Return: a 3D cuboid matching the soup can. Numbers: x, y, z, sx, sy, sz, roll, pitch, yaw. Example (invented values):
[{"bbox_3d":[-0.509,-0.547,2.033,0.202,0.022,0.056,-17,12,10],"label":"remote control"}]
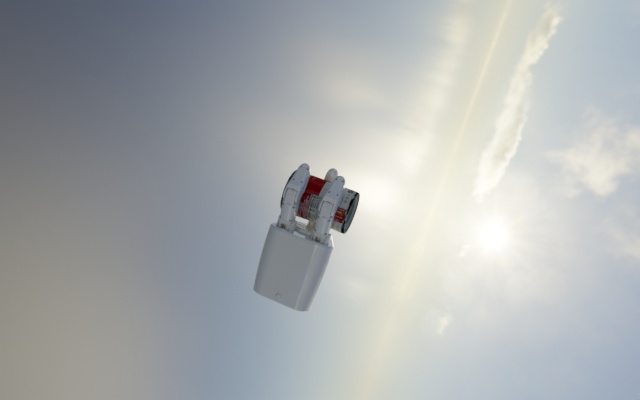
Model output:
[{"bbox_3d":[0.001,0.002,0.713,0.102,0.068,0.068,20,5,13],"label":"soup can"}]
